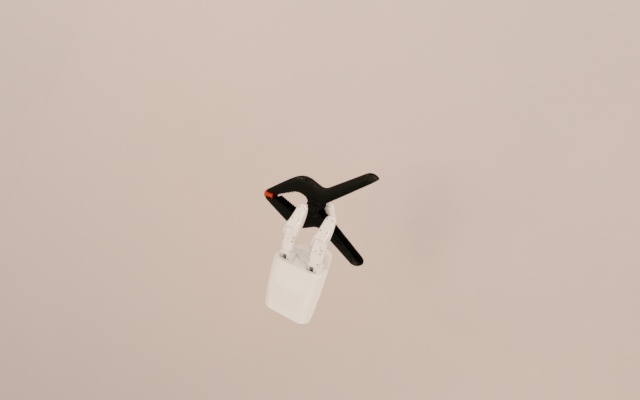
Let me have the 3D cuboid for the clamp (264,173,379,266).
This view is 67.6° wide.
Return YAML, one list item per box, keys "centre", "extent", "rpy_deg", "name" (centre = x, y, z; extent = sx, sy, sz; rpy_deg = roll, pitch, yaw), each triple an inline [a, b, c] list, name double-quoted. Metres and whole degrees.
- centre: [0.000, 0.003, 0.825]
  extent: [0.210, 0.165, 0.036]
  rpy_deg: [24, 22, 20]
  name: "clamp"
